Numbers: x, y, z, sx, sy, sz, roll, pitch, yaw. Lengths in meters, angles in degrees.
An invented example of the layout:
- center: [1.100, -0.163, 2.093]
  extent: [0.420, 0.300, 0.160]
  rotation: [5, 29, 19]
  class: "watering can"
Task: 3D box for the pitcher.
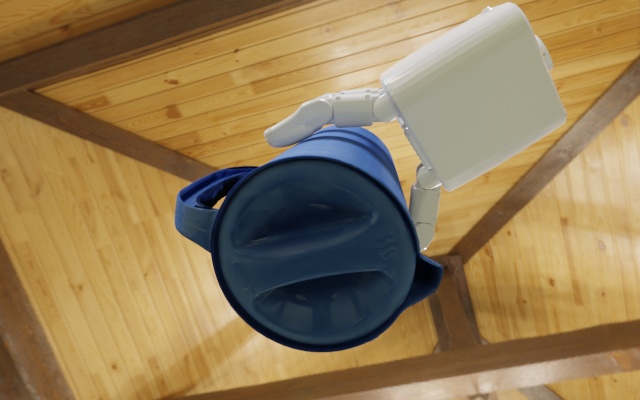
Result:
- center: [0.000, 0.001, 0.405]
  extent: [0.145, 0.149, 0.242]
  rotation: [-33, 10, 16]
  class: "pitcher"
